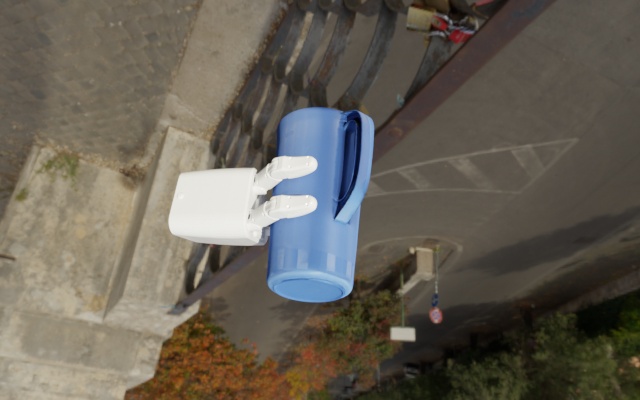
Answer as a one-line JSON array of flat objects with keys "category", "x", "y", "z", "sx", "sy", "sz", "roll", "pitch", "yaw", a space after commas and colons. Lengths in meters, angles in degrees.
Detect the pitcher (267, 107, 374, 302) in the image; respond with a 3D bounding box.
[{"category": "pitcher", "x": 0.000, "y": 0.002, "z": 0.636, "sx": 0.145, "sy": 0.242, "sz": 0.149, "roll": -1, "pitch": -28, "yaw": 9}]
